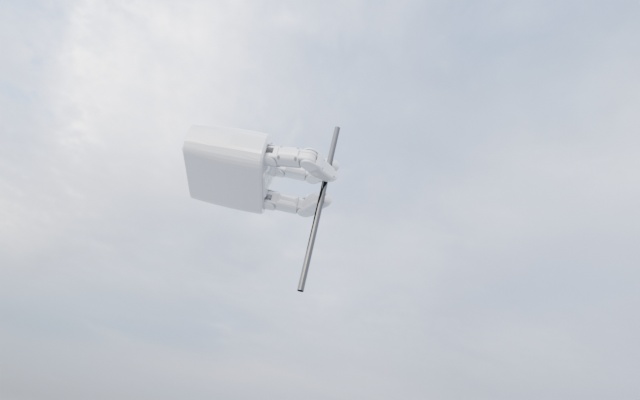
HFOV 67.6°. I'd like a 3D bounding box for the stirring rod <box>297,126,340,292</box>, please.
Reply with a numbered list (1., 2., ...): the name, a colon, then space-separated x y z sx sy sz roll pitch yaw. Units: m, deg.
1. stirring rod: 0.000 0.002 0.613 0.011 0.239 0.011 10 -28 5
